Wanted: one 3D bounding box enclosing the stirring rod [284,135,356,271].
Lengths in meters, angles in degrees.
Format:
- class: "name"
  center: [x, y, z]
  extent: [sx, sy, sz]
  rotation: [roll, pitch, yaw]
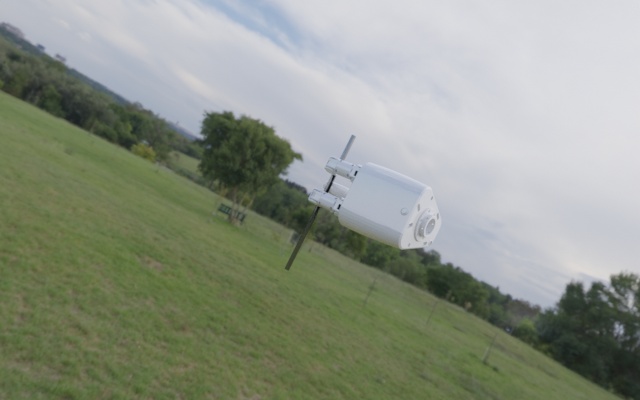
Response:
- class: "stirring rod"
  center: [0.000, 0.003, 0.766]
  extent: [0.011, 0.239, 0.011]
  rotation: [27, -3, 2]
